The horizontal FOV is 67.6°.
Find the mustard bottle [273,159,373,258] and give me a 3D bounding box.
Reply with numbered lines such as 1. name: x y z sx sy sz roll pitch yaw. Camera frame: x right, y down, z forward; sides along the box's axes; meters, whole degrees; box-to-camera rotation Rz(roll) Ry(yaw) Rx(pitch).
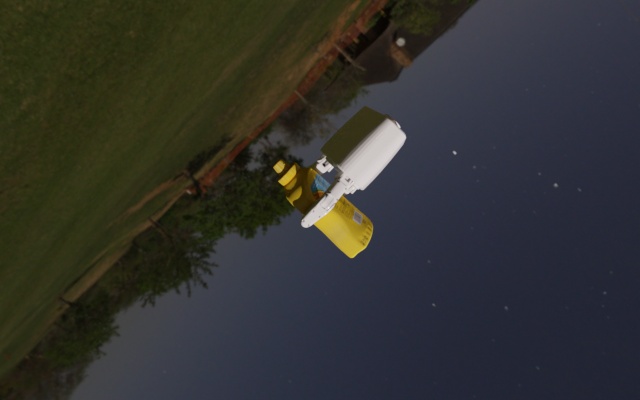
1. mustard bottle: 0.000 0.003 0.776 0.058 0.191 0.096 -41 13 27
